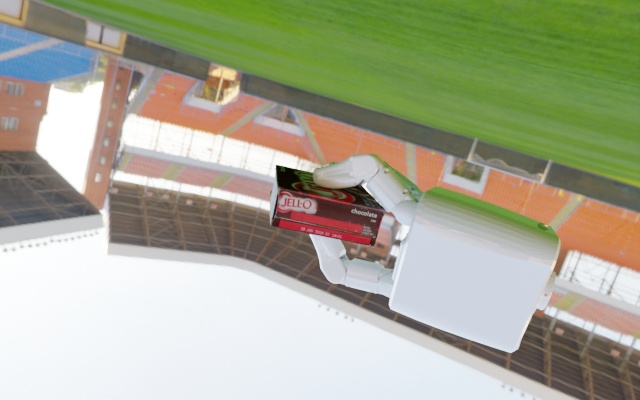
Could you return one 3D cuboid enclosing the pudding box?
[{"bbox_3d":[0.000,0.002,0.433,0.090,0.039,0.113,13,10,-10],"label":"pudding box"}]
